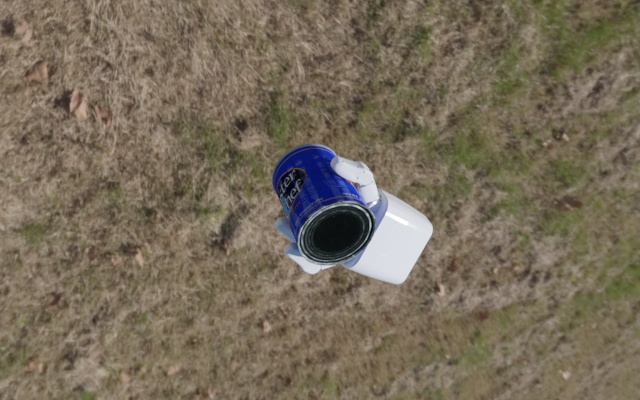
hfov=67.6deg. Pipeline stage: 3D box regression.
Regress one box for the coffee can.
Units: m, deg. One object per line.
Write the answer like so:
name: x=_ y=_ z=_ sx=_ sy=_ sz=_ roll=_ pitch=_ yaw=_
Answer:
coffee can: x=0.000 y=0.002 z=0.636 sx=0.103 sy=0.103 sz=0.140 roll=0 pitch=36 yaw=-21
